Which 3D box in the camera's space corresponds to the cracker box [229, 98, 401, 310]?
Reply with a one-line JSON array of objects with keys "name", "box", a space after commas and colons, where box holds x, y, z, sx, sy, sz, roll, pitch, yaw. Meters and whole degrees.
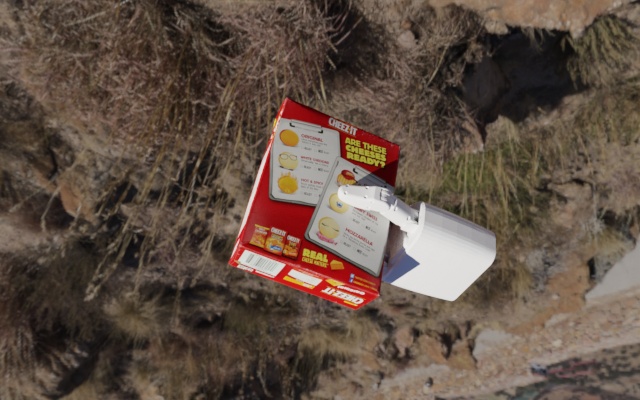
[{"name": "cracker box", "box": [0.000, 0.002, 0.576, 0.164, 0.213, 0.072, 21, -34, -13]}]
